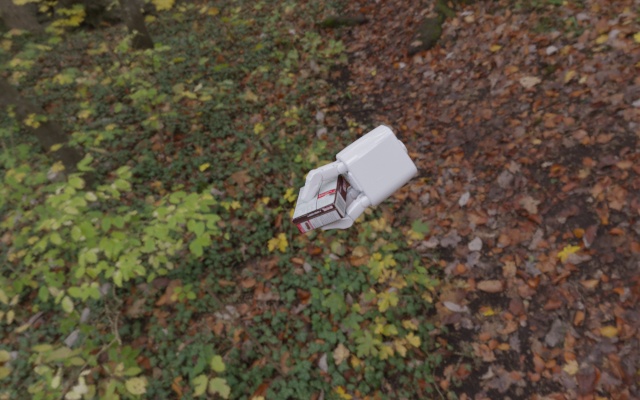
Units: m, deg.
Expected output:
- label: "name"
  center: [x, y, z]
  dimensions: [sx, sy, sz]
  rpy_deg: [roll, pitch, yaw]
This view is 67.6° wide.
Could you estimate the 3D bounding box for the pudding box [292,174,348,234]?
- label: "pudding box"
  center: [0.000, 0.003, 0.880]
  dimensions: [0.090, 0.039, 0.113]
  rpy_deg: [-23, 26, 21]
